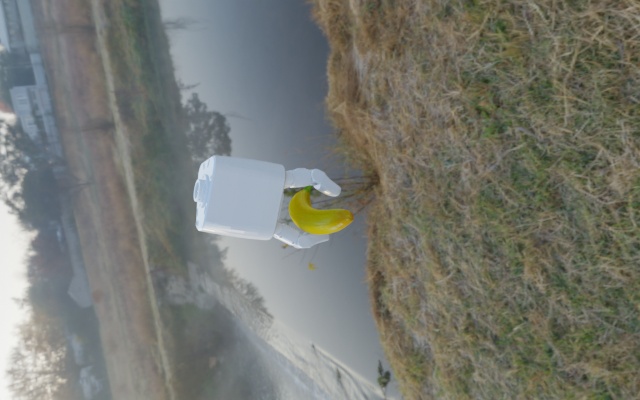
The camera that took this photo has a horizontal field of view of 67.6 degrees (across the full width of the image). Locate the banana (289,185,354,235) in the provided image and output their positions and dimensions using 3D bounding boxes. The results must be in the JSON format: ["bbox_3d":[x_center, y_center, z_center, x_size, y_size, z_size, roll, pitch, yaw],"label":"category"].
[{"bbox_3d":[-0.011,0.017,0.739,0.037,0.069,0.197,29,5,-26],"label":"banana"}]
